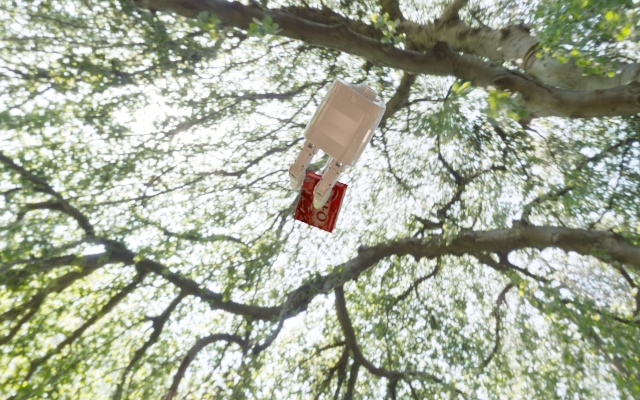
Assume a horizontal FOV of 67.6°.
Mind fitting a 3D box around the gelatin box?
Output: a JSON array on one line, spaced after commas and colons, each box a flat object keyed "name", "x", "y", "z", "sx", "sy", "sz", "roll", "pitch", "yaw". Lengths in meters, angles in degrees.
[{"name": "gelatin box", "x": 0.000, "y": 0.003, "z": 0.823, "sx": 0.073, "sy": 0.089, "sz": 0.030, "roll": 20, "pitch": 22, "yaw": 11}]
